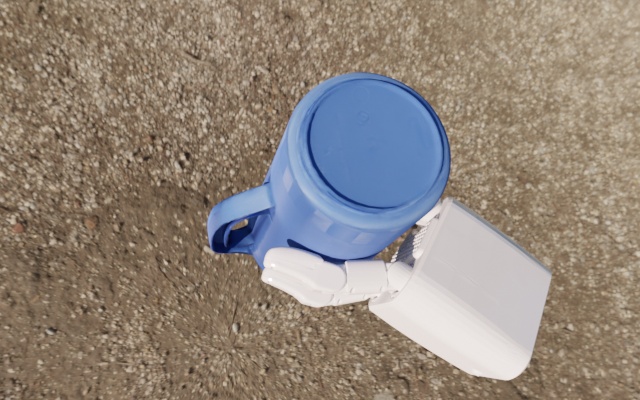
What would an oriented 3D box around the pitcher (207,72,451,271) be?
[{"bbox_3d":[0.000,0.001,0.402,0.145,0.149,0.243,35,-20,1],"label":"pitcher"}]
